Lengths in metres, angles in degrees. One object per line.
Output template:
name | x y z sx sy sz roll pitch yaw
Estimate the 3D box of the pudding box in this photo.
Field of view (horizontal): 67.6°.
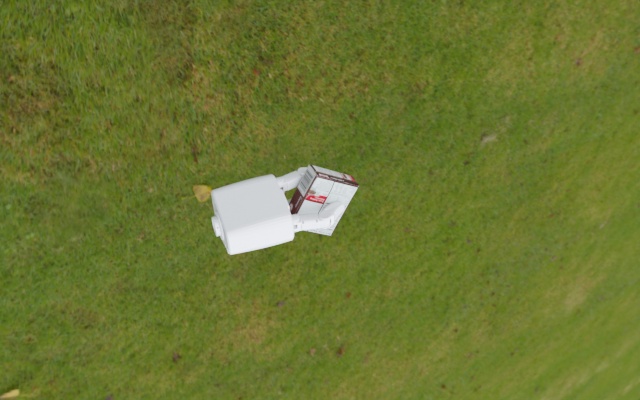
pudding box | 0.000 0.003 0.811 0.090 0.113 0.039 12 30 -32
